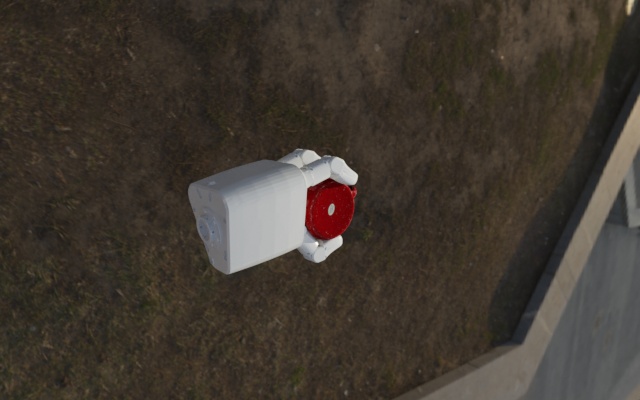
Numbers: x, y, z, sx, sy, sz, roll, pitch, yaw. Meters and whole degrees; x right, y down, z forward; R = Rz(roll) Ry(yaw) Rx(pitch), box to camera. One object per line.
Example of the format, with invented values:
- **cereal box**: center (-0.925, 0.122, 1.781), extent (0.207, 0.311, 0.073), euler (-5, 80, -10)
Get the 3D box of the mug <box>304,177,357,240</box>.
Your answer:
- **mug**: center (0.001, 0.002, 0.655), extent (0.117, 0.093, 0.081), euler (-22, 25, -35)
